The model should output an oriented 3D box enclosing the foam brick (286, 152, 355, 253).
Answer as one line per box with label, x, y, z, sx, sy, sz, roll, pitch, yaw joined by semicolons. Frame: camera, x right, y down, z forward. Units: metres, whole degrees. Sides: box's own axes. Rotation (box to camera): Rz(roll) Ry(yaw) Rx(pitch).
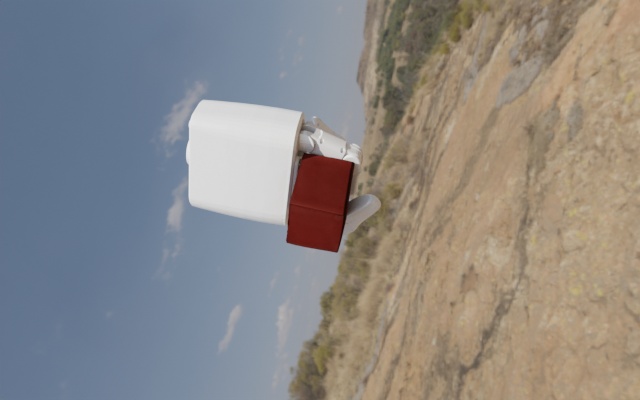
foam brick;0.000;0.002;0.453;0.051;0.053;0.078;11;43;1
